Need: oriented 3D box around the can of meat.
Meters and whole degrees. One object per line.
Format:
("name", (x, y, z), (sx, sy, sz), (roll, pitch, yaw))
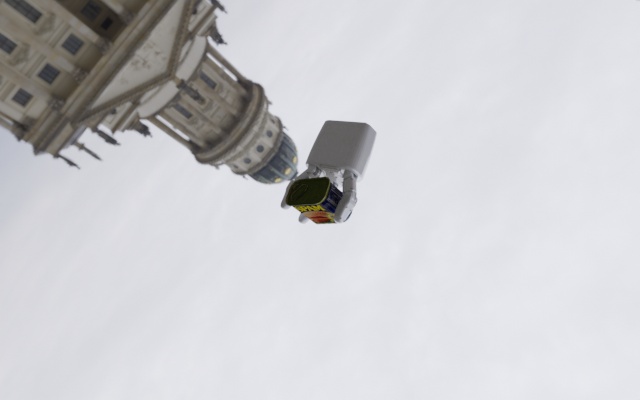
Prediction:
("can of meat", (0.000, 0.003, 0.898), (0.102, 0.057, 0.084), (-4, -32, 42))
